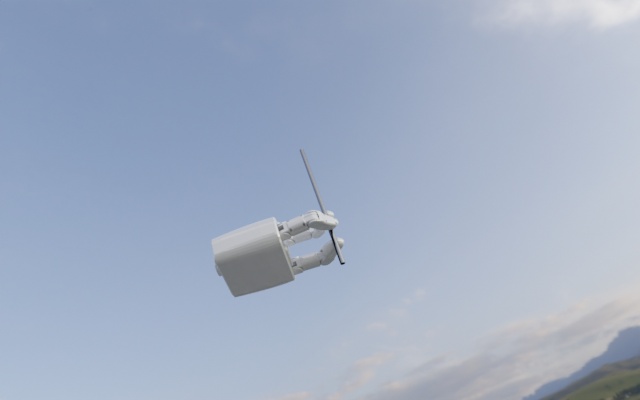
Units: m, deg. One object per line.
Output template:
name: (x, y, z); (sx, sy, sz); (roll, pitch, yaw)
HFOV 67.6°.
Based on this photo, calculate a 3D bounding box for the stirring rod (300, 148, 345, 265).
stirring rod: (0.000, 0.003, 0.797); (0.011, 0.239, 0.011); (-14, -34, -9)
